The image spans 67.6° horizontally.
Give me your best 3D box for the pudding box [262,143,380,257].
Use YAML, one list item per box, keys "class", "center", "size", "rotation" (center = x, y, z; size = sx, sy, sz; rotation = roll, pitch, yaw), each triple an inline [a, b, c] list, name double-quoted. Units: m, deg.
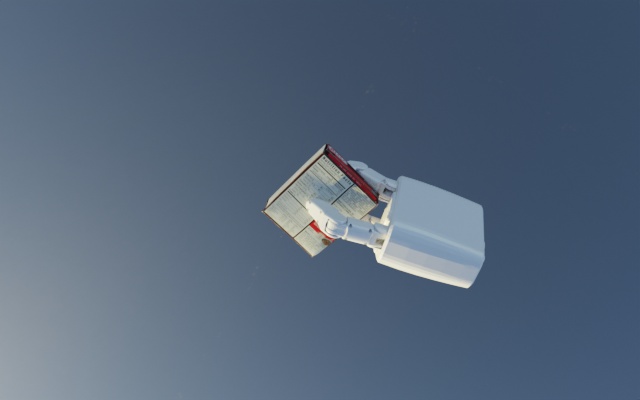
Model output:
- class: "pudding box"
  center: [0.000, 0.002, 0.569]
  size: [0.113, 0.090, 0.039]
  rotation: [-42, 11, 21]
